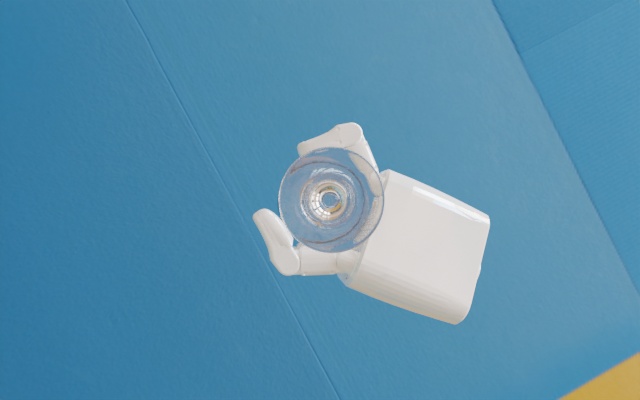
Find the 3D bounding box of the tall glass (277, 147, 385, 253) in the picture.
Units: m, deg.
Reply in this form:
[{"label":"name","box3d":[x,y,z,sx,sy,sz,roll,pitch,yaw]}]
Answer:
[{"label":"tall glass","box3d":[0.000,0.001,0.429,0.079,0.079,0.201,0,-1,-5]}]
